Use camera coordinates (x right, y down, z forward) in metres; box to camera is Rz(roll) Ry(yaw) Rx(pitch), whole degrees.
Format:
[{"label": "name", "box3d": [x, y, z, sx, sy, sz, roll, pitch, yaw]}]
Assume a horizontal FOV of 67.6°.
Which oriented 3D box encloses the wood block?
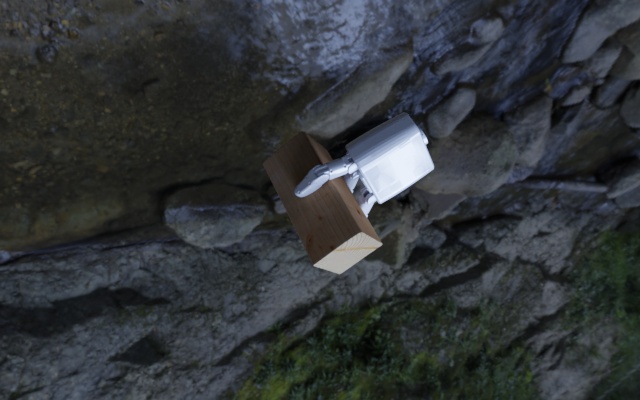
[{"label": "wood block", "box3d": [0.000, 0.002, 0.768, 0.090, 0.206, 0.091, -37, -30, 14]}]
